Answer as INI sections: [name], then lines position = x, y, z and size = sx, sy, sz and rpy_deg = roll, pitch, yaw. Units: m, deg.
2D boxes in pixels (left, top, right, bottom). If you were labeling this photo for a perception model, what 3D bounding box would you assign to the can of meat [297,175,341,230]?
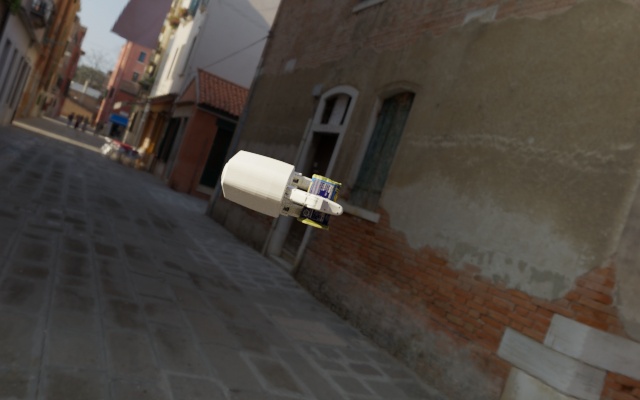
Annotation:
[can of meat]
position = 0.000, 0.002, 0.851
size = 0.057, 0.084, 0.102
rpy_deg = 18, 0, 2
